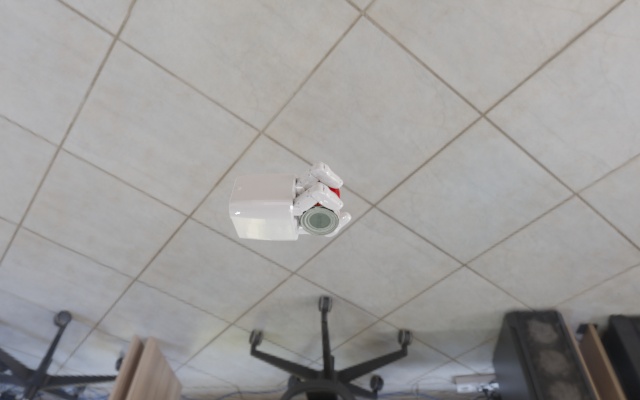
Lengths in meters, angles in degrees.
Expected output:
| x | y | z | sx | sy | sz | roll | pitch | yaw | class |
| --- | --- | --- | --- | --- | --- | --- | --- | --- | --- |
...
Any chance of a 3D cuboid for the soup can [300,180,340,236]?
| x | y | z | sx | sy | sz | roll | pitch | yaw | class |
| --- | --- | --- | --- | --- | --- | --- | --- | --- | --- |
| 0.001 | 0.003 | 0.831 | 0.068 | 0.069 | 0.102 | 0 | 41 | 3 | soup can |
